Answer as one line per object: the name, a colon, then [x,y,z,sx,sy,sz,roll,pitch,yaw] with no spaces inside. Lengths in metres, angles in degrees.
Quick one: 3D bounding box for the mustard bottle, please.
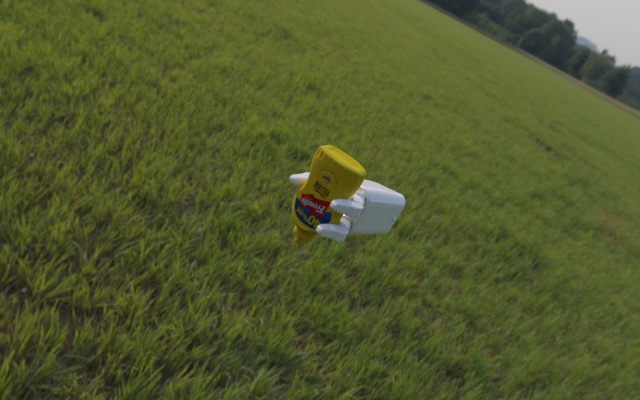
mustard bottle: [0.000,0.003,0.863,0.096,0.192,0.058,37,27,19]
